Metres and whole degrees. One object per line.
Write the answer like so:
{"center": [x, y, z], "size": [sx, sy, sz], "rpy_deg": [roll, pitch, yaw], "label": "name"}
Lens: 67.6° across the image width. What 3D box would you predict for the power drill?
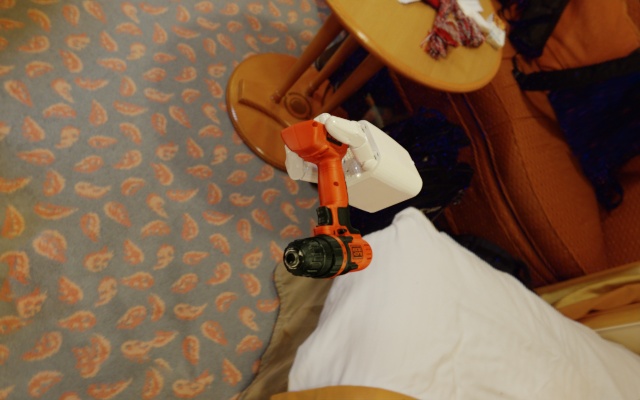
{"center": [0.000, 0.001, 0.586], "size": [0.057, 0.187, 0.184], "rpy_deg": [-13, -11, 24], "label": "power drill"}
